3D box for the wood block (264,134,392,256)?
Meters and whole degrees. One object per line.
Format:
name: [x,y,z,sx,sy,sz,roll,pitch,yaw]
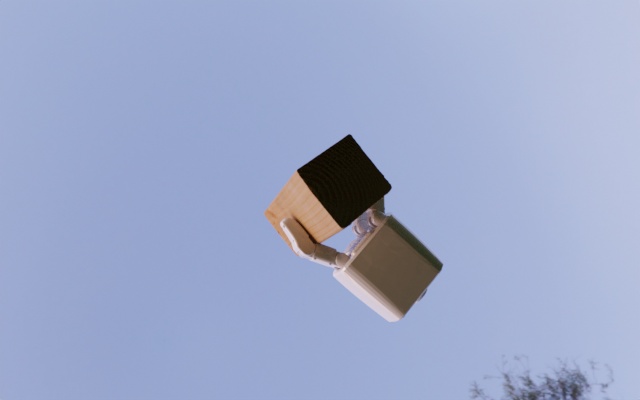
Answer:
wood block: [0.000,0.003,0.661,0.091,0.090,0.206,-37,-2,-24]
